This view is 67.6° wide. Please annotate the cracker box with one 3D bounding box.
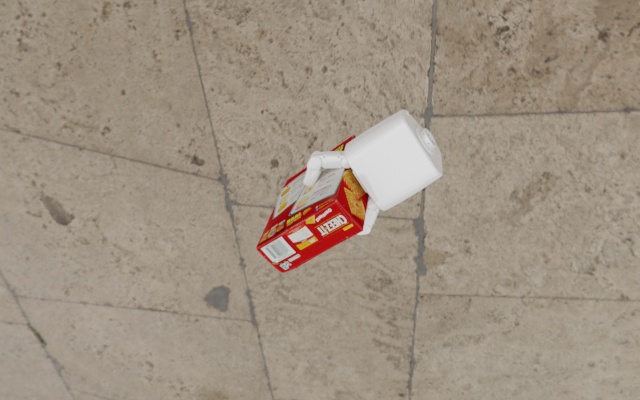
[{"bbox_3d":[0.000,0.003,0.785,0.164,0.072,0.213,-32,21,27],"label":"cracker box"}]
